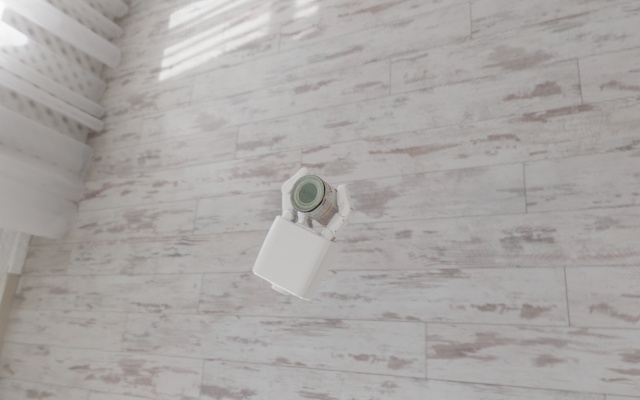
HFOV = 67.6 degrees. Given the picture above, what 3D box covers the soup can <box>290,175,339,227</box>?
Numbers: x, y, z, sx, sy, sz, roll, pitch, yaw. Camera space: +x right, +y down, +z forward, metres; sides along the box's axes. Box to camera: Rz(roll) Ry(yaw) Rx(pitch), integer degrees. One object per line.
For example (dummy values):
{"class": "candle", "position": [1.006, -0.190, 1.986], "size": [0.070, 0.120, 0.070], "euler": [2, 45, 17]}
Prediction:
{"class": "soup can", "position": [0.000, 0.002, 0.826], "size": [0.068, 0.068, 0.102], "euler": [0, -17, 29]}
